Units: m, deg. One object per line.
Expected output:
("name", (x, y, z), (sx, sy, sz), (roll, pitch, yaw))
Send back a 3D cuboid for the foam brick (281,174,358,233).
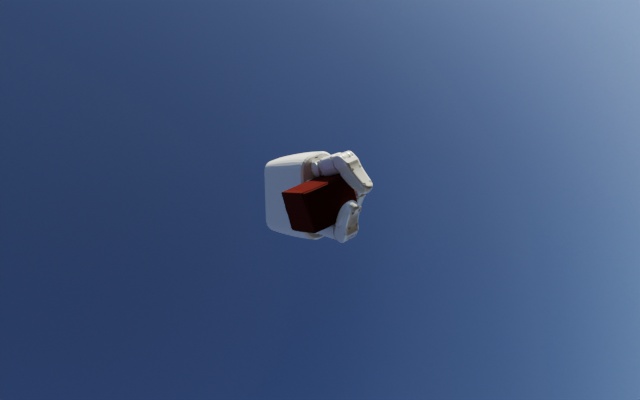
("foam brick", (0.000, 0.002, 0.598), (0.078, 0.053, 0.051), (-24, 16, -34))
